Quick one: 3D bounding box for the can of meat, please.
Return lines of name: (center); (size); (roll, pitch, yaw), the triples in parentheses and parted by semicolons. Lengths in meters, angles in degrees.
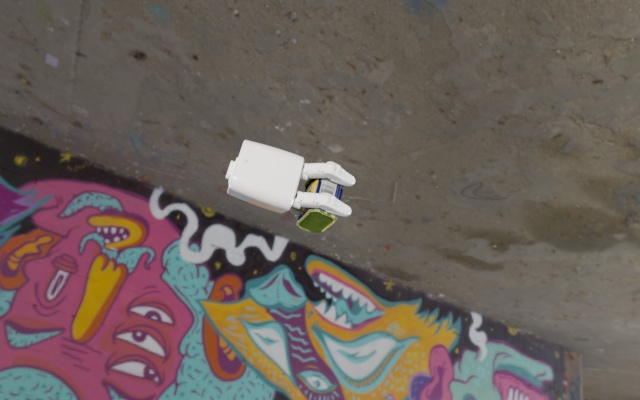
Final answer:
can of meat: (0.000, 0.003, 0.839); (0.057, 0.084, 0.102); (20, -26, -13)
